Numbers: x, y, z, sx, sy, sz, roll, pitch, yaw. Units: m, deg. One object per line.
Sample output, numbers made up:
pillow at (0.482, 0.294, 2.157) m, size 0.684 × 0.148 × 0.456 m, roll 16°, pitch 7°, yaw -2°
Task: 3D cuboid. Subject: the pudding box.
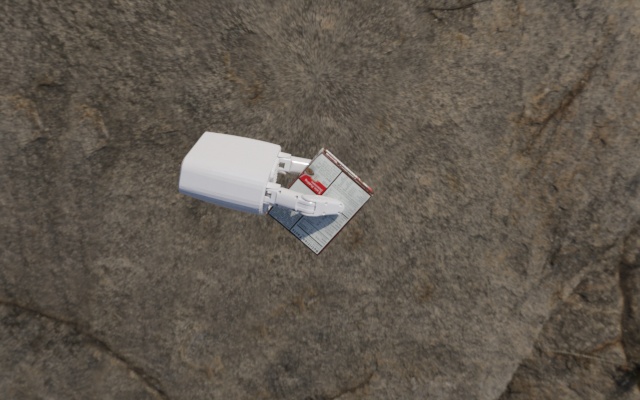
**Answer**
pudding box at (0.000, 0.002, 0.624) m, size 0.090 × 0.113 × 0.039 m, roll 41°, pitch 13°, yaw -5°
